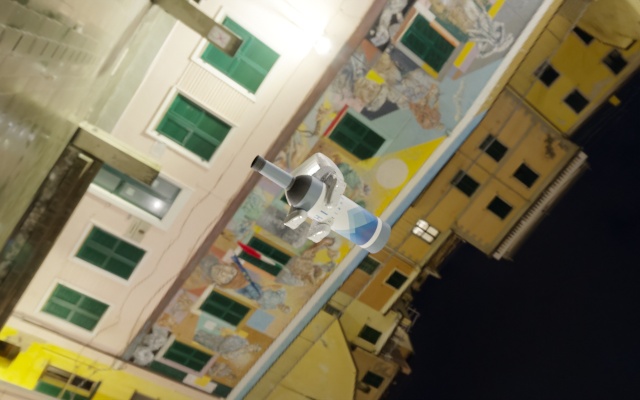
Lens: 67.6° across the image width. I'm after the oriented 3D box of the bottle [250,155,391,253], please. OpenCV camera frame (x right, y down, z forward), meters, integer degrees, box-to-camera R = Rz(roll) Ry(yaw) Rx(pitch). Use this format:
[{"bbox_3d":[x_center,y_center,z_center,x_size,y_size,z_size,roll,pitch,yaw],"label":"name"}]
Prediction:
[{"bbox_3d":[0.000,0.003,0.895,0.296,0.069,0.069,32,-12,-21],"label":"bottle"}]
